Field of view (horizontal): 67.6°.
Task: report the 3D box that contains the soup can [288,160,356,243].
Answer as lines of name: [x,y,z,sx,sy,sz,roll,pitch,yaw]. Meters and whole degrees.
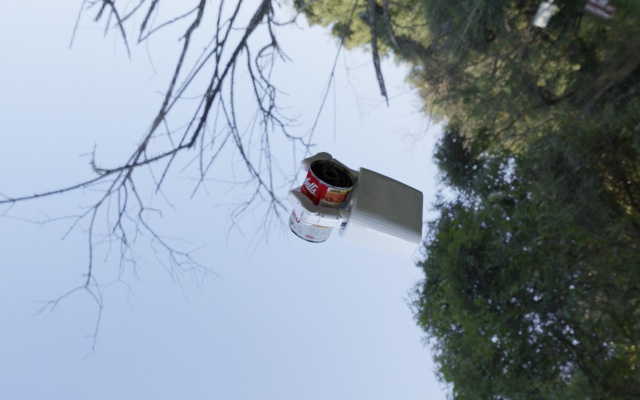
soup can: [0.000,0.002,0.689,0.068,0.102,0.068,17,32,-11]
